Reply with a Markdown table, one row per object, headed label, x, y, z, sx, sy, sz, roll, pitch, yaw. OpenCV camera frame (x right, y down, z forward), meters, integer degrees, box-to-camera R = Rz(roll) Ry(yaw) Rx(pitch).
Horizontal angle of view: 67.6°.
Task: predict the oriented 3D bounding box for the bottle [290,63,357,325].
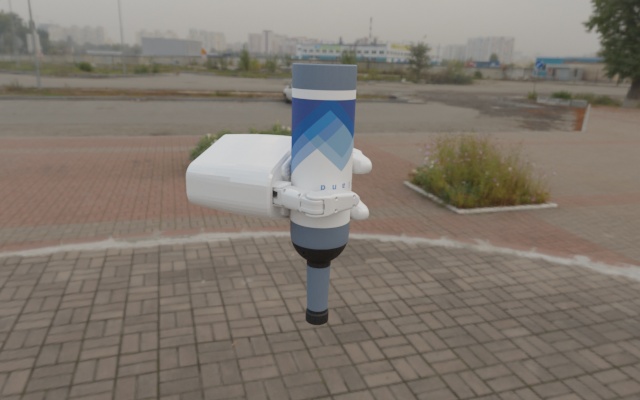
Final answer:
| label | x | y | z | sx | sy | sz | roll | pitch | yaw |
| --- | --- | --- | --- | --- | --- | --- | --- | --- | --- |
| bottle | 0.000 | 0.002 | 0.529 | 0.069 | 0.296 | 0.069 | 2 | 17 | 0 |
